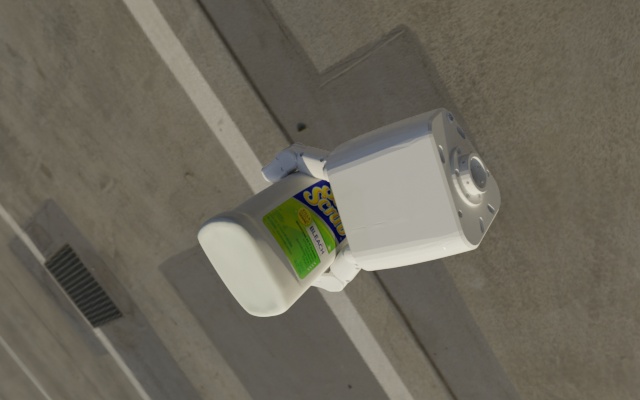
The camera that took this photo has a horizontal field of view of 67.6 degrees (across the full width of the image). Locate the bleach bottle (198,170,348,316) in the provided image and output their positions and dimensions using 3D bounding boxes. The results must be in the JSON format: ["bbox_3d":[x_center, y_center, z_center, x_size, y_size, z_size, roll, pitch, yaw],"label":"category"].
[{"bbox_3d":[0.000,0.002,0.483,0.068,0.102,0.250,-19,16,43],"label":"bleach bottle"}]
